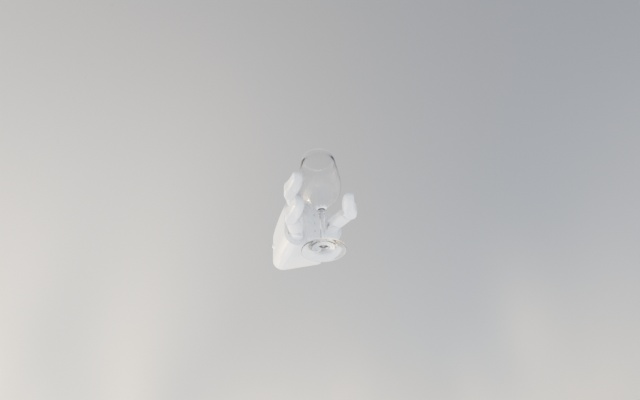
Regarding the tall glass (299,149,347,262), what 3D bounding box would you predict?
[{"bbox_3d":[0.000,0.003,0.834,0.079,0.200,0.079,-2,-37,-2],"label":"tall glass"}]
